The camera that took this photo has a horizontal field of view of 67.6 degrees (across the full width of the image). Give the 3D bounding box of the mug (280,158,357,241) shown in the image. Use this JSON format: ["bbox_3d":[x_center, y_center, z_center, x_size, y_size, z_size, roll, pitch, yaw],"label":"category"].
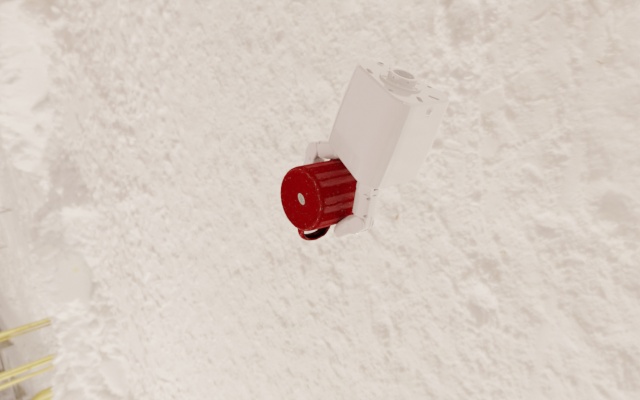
[{"bbox_3d":[0.000,0.003,0.614,0.081,0.117,0.093,-13,43,-41],"label":"mug"}]
